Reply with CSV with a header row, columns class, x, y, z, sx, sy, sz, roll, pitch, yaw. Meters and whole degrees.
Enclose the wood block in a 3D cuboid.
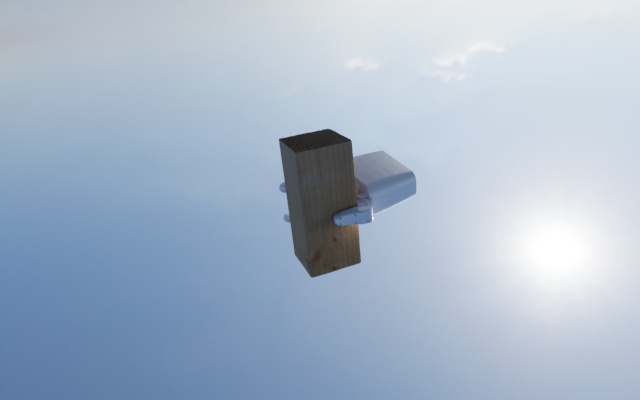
class,x,y,z,sx,sy,sz,roll,pitch,yaw
wood block,0.001,0.003,0.754,0.090,0.206,0.090,-14,24,-17
